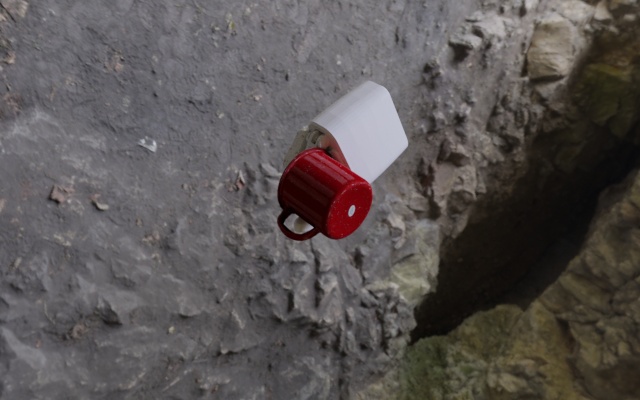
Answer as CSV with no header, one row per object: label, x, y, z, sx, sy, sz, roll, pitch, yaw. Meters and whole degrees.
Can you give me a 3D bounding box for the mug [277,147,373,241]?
mug,-0.001,0.003,0.573,0.081,0.117,0.093,35,-21,36
